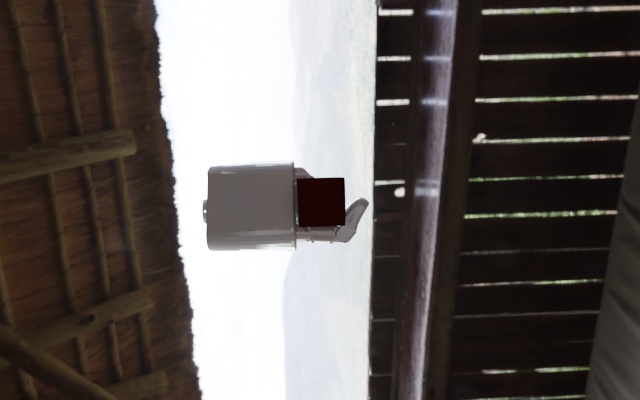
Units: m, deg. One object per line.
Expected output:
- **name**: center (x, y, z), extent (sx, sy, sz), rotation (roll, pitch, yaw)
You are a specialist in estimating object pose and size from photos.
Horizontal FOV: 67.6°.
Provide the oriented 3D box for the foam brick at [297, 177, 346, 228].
- **foam brick**: center (0.000, 0.002, 0.537), extent (0.051, 0.053, 0.078), rotation (-1, 0, -1)
